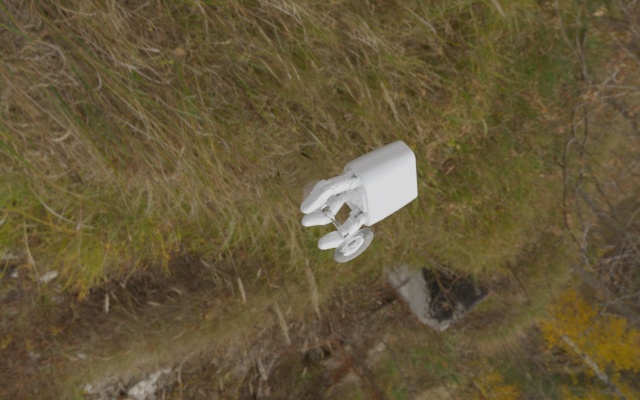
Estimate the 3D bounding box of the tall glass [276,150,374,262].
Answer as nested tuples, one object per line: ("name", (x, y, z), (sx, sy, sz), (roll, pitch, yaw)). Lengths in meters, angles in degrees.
("tall glass", (0.000, 0.003, 0.786), (0.079, 0.079, 0.201), (0, 43, -46))
